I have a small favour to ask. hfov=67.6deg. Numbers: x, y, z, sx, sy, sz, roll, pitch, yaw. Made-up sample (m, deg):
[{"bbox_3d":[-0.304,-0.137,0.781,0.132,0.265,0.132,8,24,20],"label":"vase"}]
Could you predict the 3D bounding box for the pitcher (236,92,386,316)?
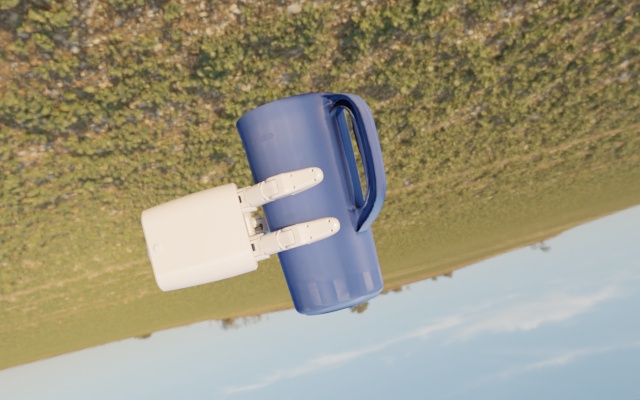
[{"bbox_3d":[0.000,0.002,0.560,0.145,0.243,0.149,-15,-4,-6],"label":"pitcher"}]
